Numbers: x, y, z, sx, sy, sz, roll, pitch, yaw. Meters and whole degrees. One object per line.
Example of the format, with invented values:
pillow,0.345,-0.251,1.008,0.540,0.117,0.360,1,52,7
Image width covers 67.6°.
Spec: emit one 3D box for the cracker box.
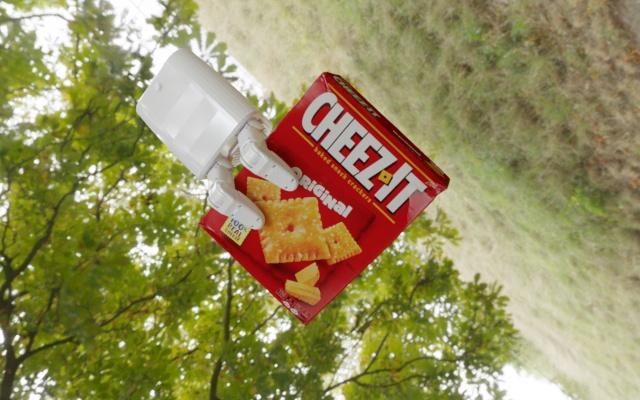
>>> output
cracker box,0.000,0.002,0.502,0.164,0.214,0.072,44,19,4
